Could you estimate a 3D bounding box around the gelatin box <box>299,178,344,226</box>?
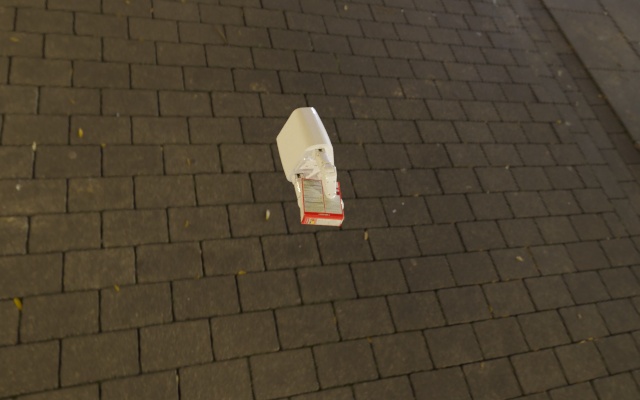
[{"bbox_3d":[0.000,0.003,0.875,0.073,0.089,0.030,4,-40,-13],"label":"gelatin box"}]
